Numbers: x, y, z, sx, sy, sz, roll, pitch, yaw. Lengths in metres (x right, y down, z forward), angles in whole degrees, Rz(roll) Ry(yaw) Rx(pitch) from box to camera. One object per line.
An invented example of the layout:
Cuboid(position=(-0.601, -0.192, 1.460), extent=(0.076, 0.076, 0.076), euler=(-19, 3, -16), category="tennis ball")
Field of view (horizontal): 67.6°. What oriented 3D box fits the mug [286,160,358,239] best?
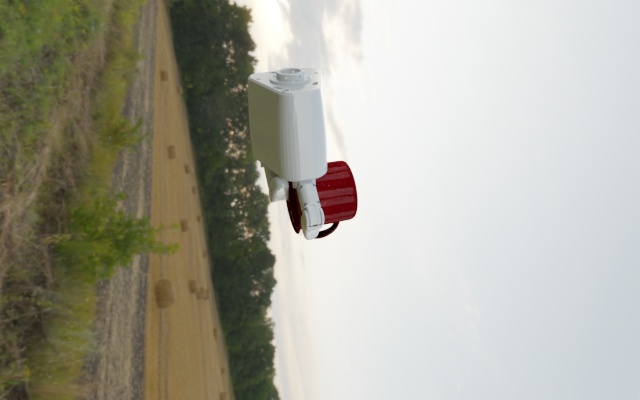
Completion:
Cuboid(position=(0.000, 0.003, 0.638), extent=(0.081, 0.117, 0.093), euler=(-10, 32, -12), category="mug")
